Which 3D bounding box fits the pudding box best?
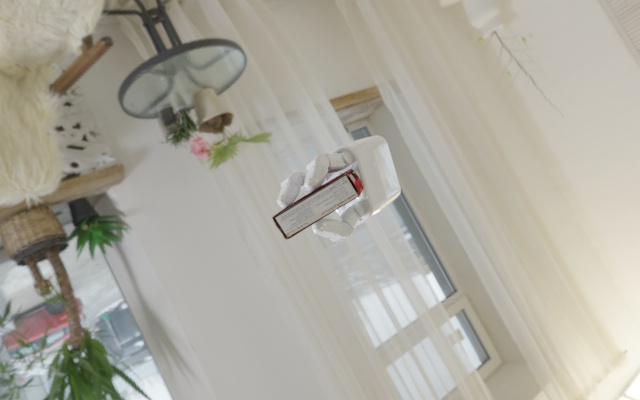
[{"bbox_3d":[0.000,0.002,0.628,0.113,0.039,0.090,-33,1,11],"label":"pudding box"}]
